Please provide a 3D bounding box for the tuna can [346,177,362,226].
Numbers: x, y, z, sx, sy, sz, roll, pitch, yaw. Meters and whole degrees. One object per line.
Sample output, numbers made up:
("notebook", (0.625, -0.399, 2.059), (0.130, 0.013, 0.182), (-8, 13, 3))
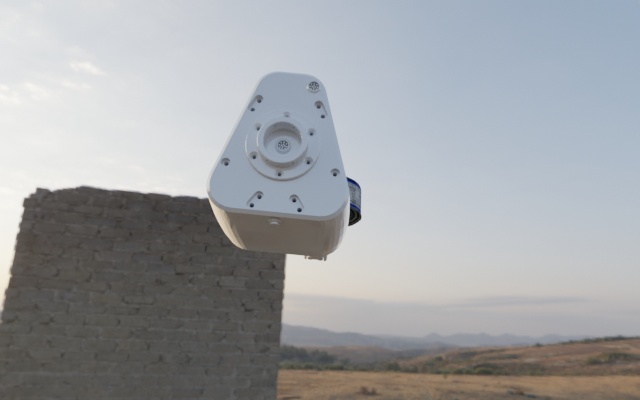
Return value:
("tuna can", (0.000, 0.001, 0.496), (0.086, 0.033, 0.086), (2, -20, 1))
